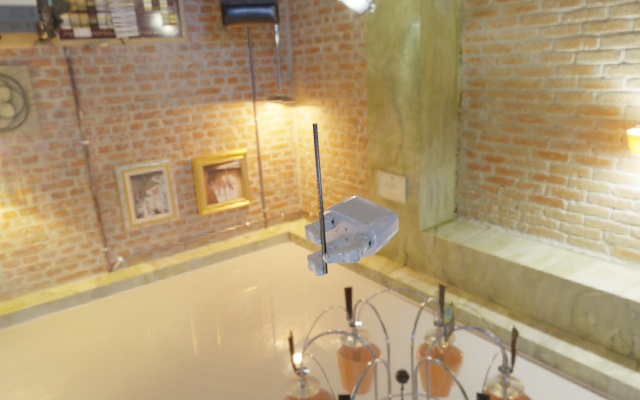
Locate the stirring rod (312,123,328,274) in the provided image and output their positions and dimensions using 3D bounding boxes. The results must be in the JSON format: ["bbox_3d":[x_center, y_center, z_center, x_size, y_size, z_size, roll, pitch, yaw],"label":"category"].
[{"bbox_3d":[0.000,0.002,0.730,0.011,0.240,0.011,-4,18,1],"label":"stirring rod"}]
